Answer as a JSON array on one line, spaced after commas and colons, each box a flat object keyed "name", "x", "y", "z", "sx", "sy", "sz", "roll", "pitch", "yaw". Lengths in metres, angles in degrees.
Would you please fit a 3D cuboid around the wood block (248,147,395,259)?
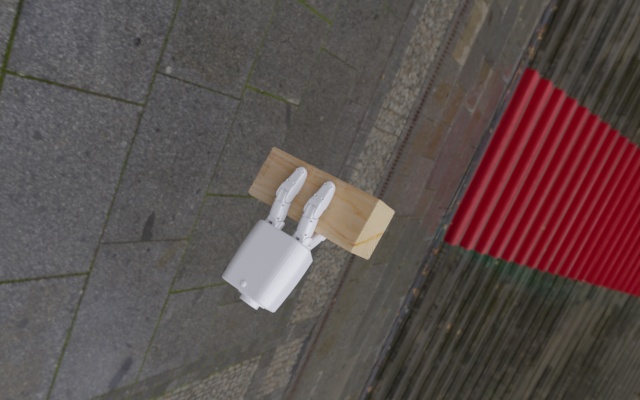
[{"name": "wood block", "x": 0.000, "y": 0.003, "z": 0.767, "sx": 0.206, "sy": 0.090, "sz": 0.091, "roll": 28, "pitch": -1, "yaw": 27}]
